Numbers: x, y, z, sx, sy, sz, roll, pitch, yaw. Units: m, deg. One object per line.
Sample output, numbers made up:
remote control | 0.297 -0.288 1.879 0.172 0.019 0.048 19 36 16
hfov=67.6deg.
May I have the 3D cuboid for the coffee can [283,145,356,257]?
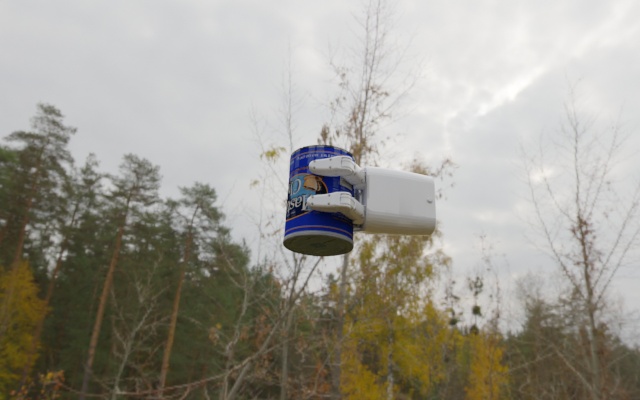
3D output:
coffee can | 0.000 0.002 0.714 0.103 0.140 0.103 3 -23 1
